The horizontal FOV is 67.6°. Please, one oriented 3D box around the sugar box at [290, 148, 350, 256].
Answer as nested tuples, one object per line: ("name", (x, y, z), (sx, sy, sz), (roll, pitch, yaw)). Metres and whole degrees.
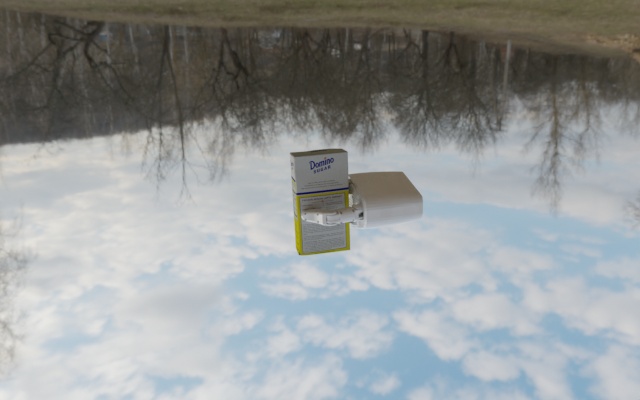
("sugar box", (0.000, 0.003, 0.813), (0.093, 0.176, 0.048), (-6, 16, -13))
